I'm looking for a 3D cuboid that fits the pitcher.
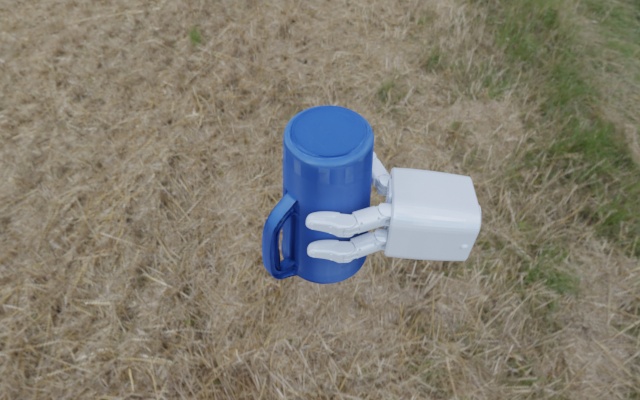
[{"bbox_3d":[0.000,0.002,0.643,0.145,0.149,0.243,5,-41,4],"label":"pitcher"}]
